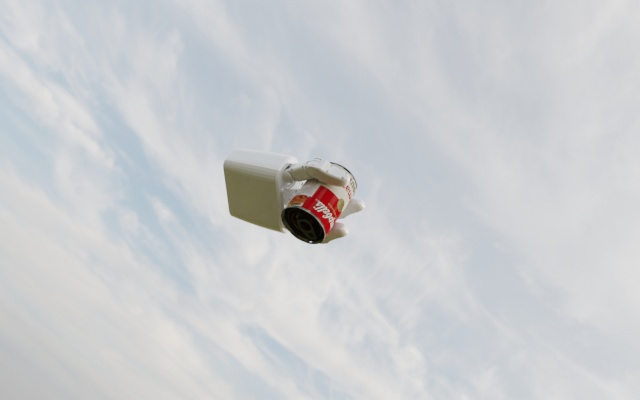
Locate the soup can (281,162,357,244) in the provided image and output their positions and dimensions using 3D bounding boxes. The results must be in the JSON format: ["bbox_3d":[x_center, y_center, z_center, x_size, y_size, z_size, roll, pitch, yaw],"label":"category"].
[{"bbox_3d":[0.001,0.002,0.668,0.068,0.068,0.102,0,40,38],"label":"soup can"}]
